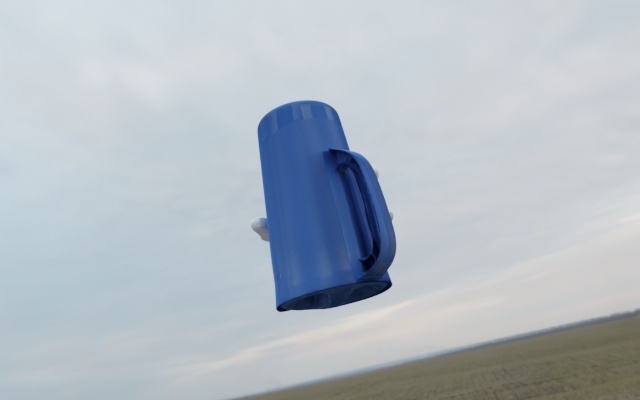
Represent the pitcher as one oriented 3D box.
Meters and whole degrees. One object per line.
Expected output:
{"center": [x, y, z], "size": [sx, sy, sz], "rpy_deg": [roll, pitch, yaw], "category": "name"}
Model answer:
{"center": [0.000, 0.002, 0.569], "size": [0.149, 0.242, 0.145], "rpy_deg": [-15, -20, 7], "category": "pitcher"}
